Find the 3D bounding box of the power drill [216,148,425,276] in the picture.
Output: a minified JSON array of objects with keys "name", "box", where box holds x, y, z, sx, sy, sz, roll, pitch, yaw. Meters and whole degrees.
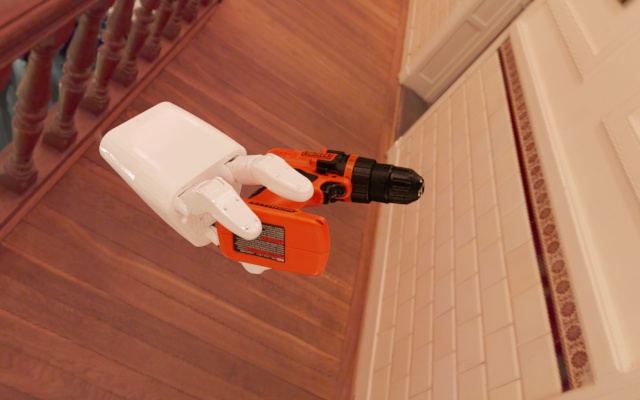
[{"name":"power drill","box":[0.000,0.002,0.472,0.184,0.057,0.187,7,24,18]}]
